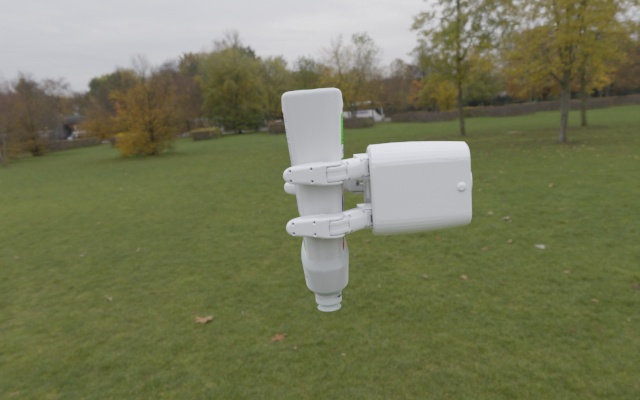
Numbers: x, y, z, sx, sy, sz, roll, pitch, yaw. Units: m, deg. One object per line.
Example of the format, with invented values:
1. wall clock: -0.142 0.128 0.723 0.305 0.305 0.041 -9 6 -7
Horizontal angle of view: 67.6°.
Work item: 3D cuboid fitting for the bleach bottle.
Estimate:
1. bleach bottle: 0.000 0.002 0.552 0.068 0.251 0.102 -5 10 1
